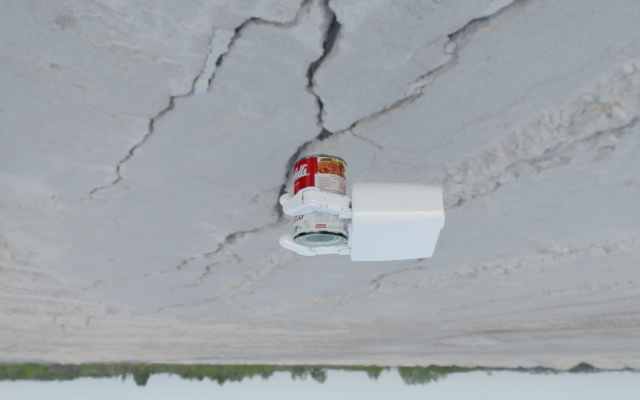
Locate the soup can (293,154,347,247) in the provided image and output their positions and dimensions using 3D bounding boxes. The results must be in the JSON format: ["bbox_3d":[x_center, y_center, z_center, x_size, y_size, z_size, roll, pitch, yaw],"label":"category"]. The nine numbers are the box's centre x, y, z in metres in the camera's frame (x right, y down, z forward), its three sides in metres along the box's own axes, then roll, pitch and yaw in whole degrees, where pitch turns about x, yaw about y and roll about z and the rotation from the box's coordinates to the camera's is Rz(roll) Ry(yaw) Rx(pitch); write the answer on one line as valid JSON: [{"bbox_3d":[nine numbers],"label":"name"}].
[{"bbox_3d":[0.000,0.002,0.598,0.068,0.102,0.068,0,-19,0],"label":"soup can"}]
